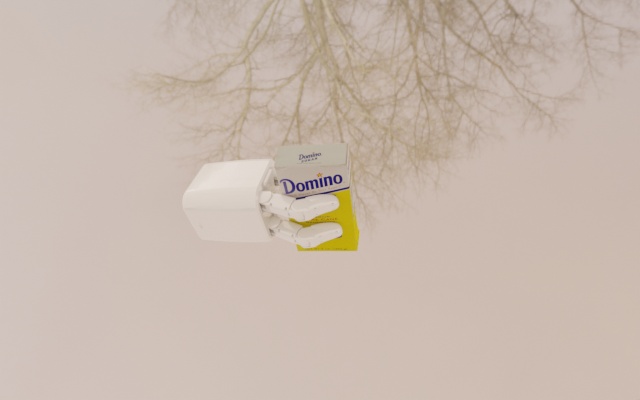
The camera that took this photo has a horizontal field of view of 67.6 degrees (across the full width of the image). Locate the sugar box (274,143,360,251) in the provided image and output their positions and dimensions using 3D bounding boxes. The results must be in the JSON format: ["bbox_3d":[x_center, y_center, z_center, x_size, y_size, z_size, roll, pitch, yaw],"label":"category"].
[{"bbox_3d":[0.000,0.003,0.652,0.093,0.048,0.176,-2,-40,10],"label":"sugar box"}]
